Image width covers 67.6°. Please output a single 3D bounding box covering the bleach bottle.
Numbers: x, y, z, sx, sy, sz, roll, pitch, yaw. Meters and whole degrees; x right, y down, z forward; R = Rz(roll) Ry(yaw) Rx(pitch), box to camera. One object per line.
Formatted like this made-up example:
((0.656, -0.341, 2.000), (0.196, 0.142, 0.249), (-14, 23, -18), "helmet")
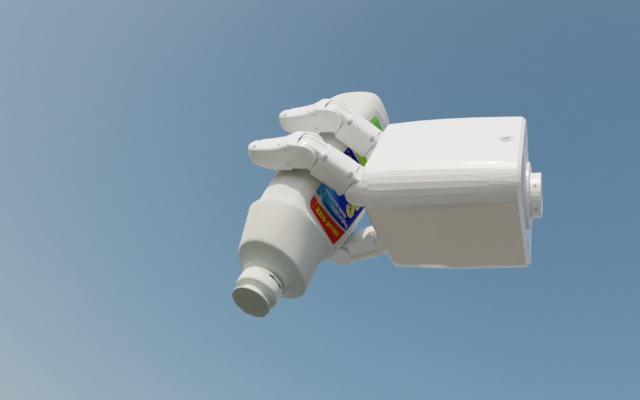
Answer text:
((0.000, 0.001, 0.412), (0.068, 0.103, 0.250), (0, 36, 26), "bleach bottle")
